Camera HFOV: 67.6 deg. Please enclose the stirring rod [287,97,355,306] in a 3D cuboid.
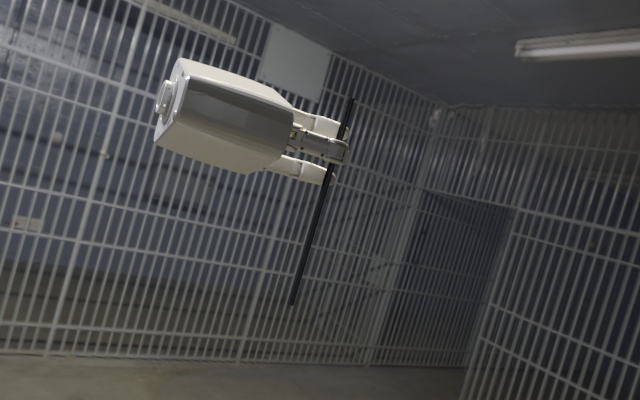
[{"bbox_3d":[0.000,0.002,0.533,0.011,0.239,0.011,17,2,0],"label":"stirring rod"}]
